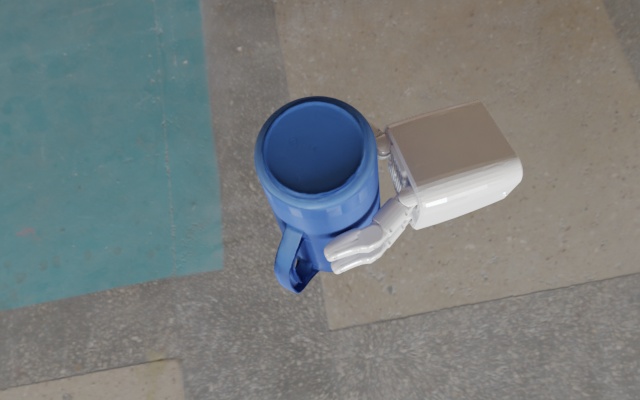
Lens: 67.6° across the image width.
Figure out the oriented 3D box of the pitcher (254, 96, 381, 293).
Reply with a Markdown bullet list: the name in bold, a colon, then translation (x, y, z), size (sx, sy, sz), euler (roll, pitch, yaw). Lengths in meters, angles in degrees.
- **pitcher**: translation (0.000, 0.002, 0.516), size (0.145, 0.149, 0.243), euler (-18, -19, -1)
